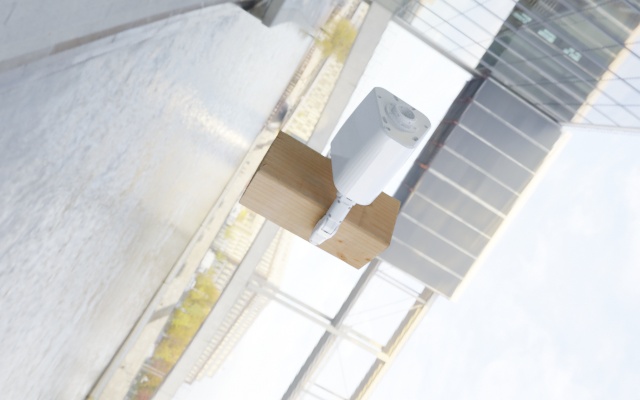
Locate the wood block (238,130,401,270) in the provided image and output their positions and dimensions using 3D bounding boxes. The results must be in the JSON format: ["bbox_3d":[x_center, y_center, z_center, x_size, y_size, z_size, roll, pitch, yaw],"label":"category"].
[{"bbox_3d":[0.000,0.002,0.693,0.206,0.090,0.090,30,-40,-10],"label":"wood block"}]
